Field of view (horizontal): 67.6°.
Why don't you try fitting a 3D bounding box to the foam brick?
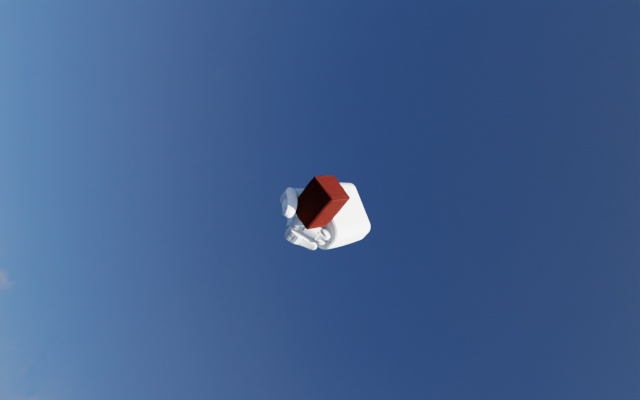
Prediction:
[{"bbox_3d":[0.000,0.002,0.791,0.051,0.053,0.078,-7,-36,-48],"label":"foam brick"}]
